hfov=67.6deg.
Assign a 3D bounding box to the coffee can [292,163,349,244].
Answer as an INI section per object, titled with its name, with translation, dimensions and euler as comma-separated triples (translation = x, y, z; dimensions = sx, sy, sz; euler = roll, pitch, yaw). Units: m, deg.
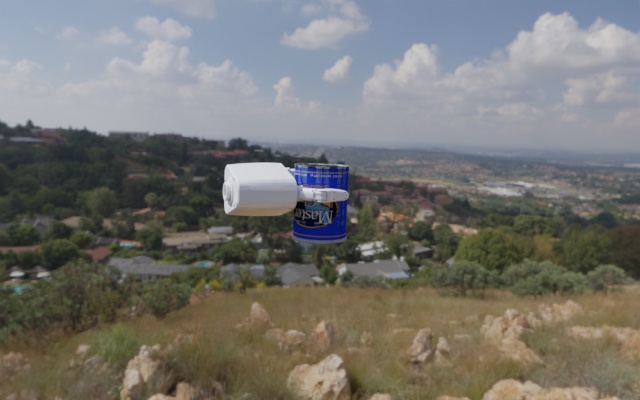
[coffee can]
translation = 0.000, 0.003, 0.896
dimensions = 0.103, 0.140, 0.103
euler = 2, 7, 0
